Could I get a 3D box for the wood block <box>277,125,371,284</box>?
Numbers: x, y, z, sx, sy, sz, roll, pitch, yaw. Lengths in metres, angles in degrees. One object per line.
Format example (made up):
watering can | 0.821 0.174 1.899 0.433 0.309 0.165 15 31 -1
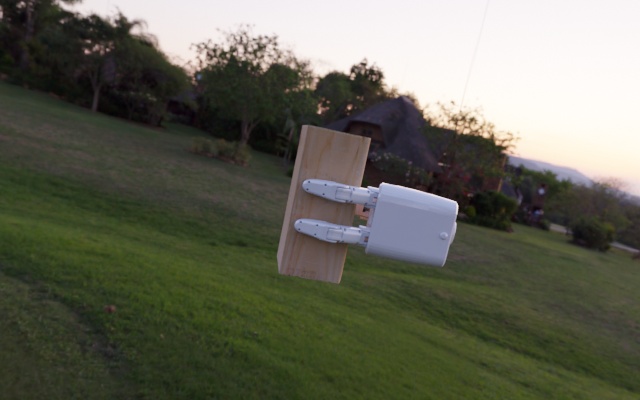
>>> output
wood block | 0.000 0.002 0.688 0.090 0.206 0.091 11 7 -8
